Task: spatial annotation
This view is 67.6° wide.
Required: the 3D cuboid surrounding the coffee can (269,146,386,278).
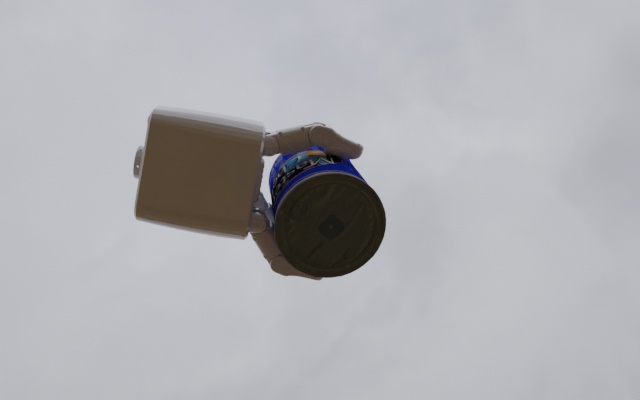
[{"bbox_3d":[0.000,0.002,0.494,0.103,0.103,0.140,0,19,-8],"label":"coffee can"}]
